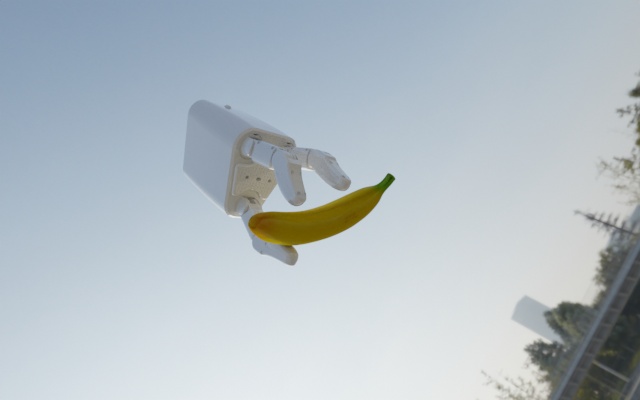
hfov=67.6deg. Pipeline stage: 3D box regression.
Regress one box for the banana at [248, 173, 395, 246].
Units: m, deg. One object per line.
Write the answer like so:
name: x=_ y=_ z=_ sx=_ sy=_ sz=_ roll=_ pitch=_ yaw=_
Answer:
banana: x=-0.001 y=0.016 z=0.530 sx=0.198 sy=0.070 sz=0.037 roll=-20 pitch=47 yaw=-37
